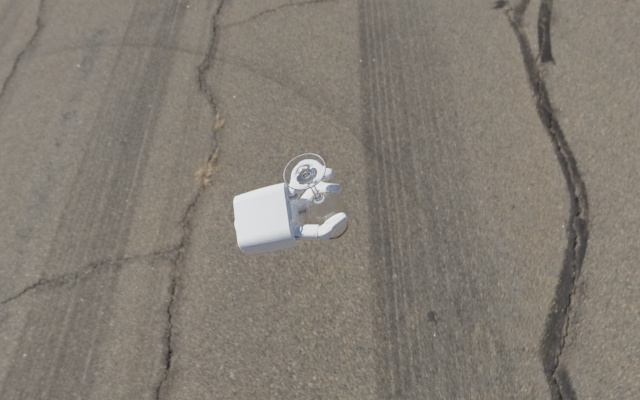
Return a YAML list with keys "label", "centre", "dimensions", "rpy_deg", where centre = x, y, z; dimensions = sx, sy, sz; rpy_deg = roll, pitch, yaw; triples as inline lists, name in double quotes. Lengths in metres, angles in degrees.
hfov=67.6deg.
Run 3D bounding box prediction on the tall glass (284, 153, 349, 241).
- label: "tall glass"
  centre: [0.000, 0.003, 0.873]
  dimensions: [0.079, 0.079, 0.201]
  rpy_deg: [0, -31, 19]
